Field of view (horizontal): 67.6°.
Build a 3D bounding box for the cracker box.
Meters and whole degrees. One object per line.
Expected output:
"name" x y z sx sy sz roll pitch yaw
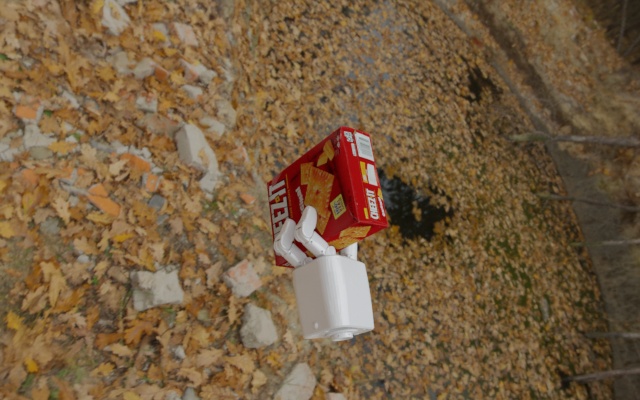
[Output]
"cracker box" 0.000 0.003 0.782 0.072 0.164 0.214 12 -31 -38
